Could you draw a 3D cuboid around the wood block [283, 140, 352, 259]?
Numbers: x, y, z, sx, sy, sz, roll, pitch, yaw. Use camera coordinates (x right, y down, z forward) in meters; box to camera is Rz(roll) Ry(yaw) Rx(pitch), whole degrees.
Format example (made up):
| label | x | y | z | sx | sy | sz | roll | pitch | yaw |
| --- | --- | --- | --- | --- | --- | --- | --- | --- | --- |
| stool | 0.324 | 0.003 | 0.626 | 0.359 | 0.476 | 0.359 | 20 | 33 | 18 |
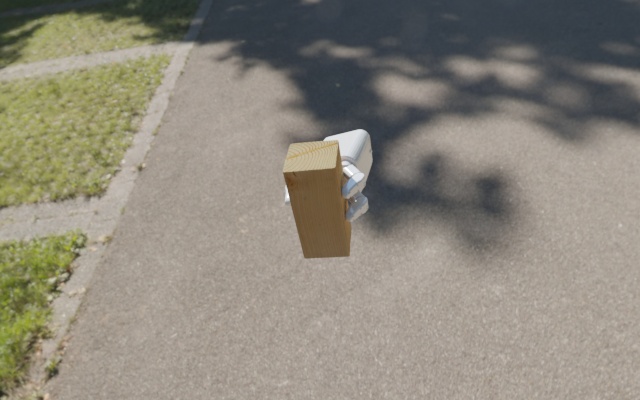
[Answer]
| label | x | y | z | sx | sy | sz | roll | pitch | yaw |
| --- | --- | --- | --- | --- | --- | --- | --- | --- | --- |
| wood block | 0.000 | 0.003 | 0.876 | 0.091 | 0.206 | 0.090 | -4 | 39 | 10 |
